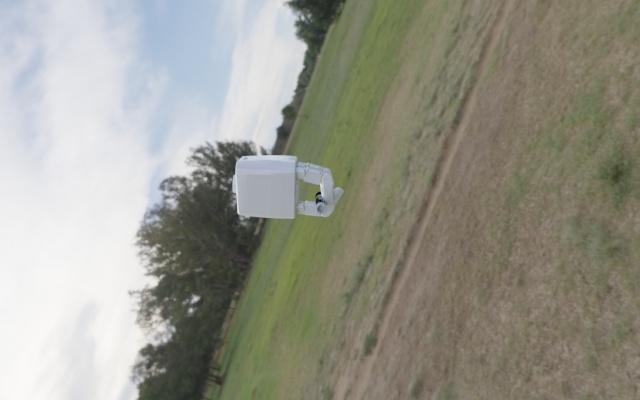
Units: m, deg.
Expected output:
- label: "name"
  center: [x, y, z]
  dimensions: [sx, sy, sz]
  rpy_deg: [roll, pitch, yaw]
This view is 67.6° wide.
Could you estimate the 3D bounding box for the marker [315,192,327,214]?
- label: "marker"
  center: [0.000, 0.003, 0.869]
  dimensions: [0.020, 0.020, 0.121]
  rpy_deg: [0, 12, -1]
